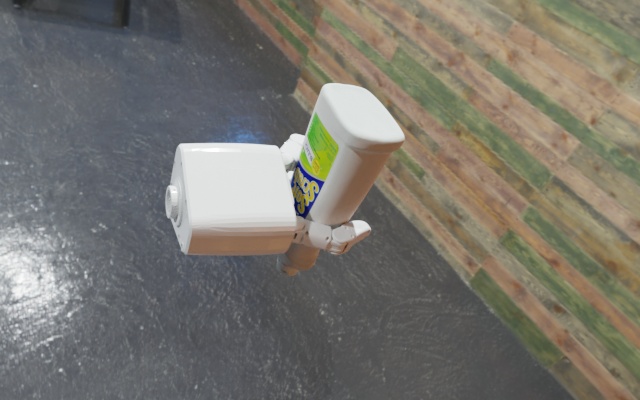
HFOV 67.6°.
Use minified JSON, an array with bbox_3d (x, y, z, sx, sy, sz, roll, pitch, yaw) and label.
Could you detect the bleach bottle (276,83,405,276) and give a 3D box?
[{"bbox_3d":[0.000,0.002,0.536,0.068,0.251,0.102,0,44,-28],"label":"bleach bottle"}]
